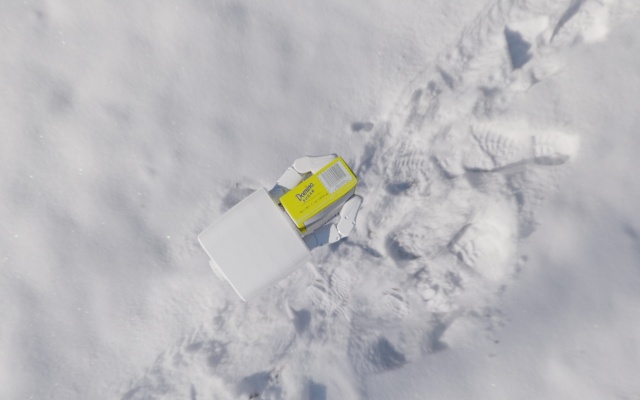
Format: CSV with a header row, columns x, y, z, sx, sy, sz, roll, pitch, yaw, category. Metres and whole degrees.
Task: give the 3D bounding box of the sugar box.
x,y,z,sx,sy,sz,roll,pitch,yaw,category
0.000,0.002,0.652,0.093,0.048,0.176,-34,-7,-6,sugar box
